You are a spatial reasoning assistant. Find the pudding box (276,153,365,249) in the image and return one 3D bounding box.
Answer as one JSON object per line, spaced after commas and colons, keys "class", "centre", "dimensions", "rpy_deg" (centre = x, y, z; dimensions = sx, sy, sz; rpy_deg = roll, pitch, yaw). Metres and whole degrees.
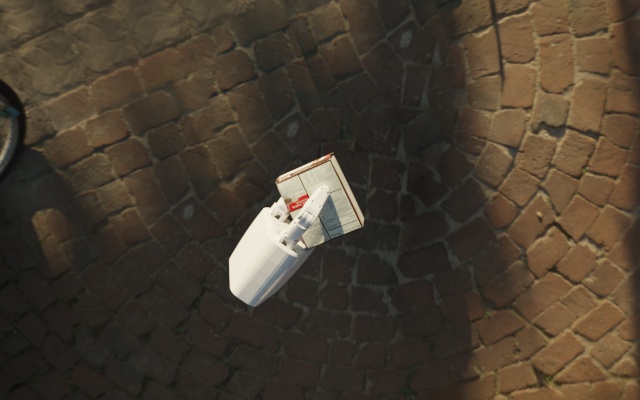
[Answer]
{"class": "pudding box", "centre": [0.000, 0.002, 0.680], "dimensions": [0.090, 0.113, 0.039], "rpy_deg": [-23, 15, 12]}
